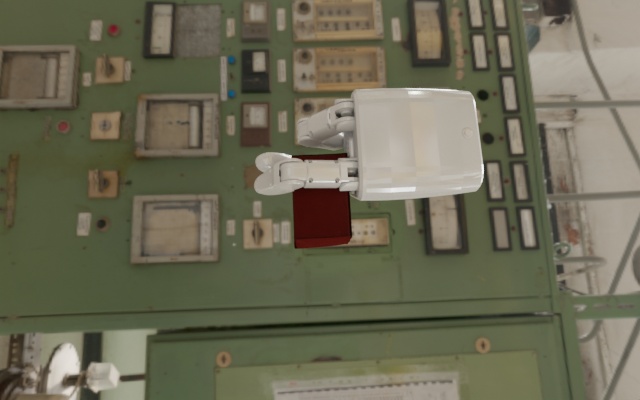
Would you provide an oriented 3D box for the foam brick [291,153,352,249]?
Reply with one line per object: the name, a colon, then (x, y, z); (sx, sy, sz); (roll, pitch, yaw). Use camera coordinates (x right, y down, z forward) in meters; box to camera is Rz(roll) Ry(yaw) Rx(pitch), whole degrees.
foam brick: (0.000, 0.002, 0.436); (0.051, 0.078, 0.053); (-2, -13, -3)
